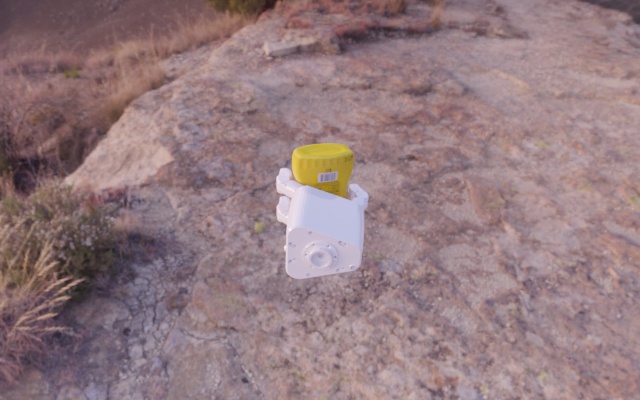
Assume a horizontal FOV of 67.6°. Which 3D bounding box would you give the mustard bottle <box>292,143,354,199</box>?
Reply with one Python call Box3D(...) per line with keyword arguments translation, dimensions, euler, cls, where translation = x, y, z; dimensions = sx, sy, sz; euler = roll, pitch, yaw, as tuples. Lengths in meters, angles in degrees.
Box3D(translation=(0.000, 0.002, 0.797), dimensions=(0.096, 0.192, 0.058), euler=(-8, 32, -19), cls="mustard bottle")
